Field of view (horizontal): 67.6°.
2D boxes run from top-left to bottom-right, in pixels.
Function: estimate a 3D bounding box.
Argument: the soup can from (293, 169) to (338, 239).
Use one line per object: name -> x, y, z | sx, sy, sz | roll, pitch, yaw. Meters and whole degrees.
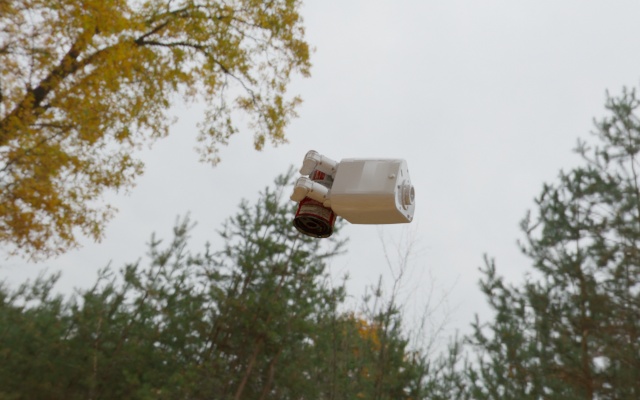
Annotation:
soup can -> 0.000, 0.002, 0.797 | 0.068, 0.102, 0.068 | 13, -30, 8
